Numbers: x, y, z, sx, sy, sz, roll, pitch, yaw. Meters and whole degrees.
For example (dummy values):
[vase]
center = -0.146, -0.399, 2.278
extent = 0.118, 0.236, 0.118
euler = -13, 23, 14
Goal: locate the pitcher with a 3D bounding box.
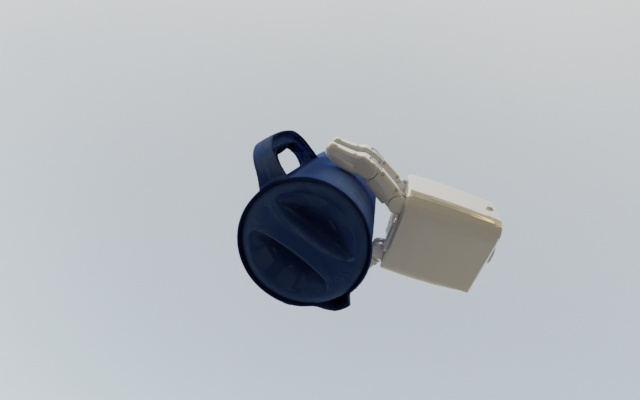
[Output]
[pitcher]
center = 0.000, 0.002, 0.560
extent = 0.145, 0.149, 0.242
euler = 19, 19, 5
